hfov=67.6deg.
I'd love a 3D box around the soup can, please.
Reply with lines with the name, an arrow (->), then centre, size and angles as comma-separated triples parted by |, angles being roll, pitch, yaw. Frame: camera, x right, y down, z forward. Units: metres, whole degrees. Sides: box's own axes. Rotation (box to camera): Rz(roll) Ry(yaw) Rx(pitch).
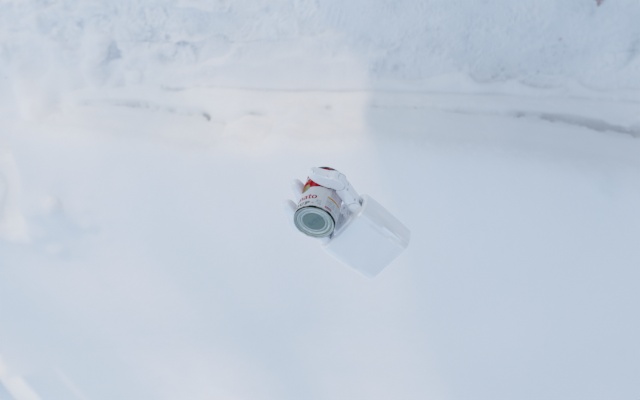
soup can -> 0.000, 0.002, 0.767 | 0.068, 0.069, 0.102 | 0, 40, 16
